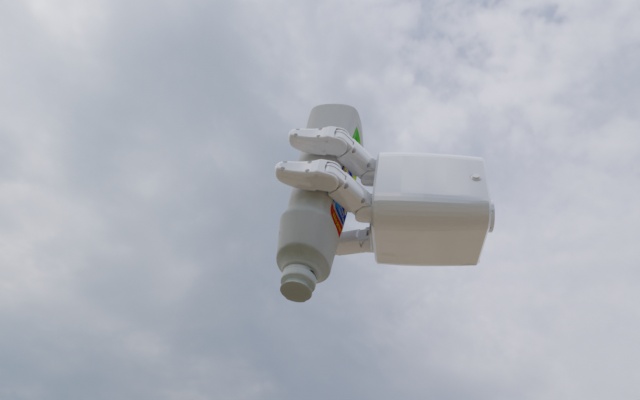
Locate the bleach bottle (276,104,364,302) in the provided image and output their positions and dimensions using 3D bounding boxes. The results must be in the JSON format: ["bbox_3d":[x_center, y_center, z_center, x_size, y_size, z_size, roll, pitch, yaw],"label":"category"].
[{"bbox_3d":[0.000,0.002,0.501,0.068,0.103,0.250,2,42,11],"label":"bleach bottle"}]
